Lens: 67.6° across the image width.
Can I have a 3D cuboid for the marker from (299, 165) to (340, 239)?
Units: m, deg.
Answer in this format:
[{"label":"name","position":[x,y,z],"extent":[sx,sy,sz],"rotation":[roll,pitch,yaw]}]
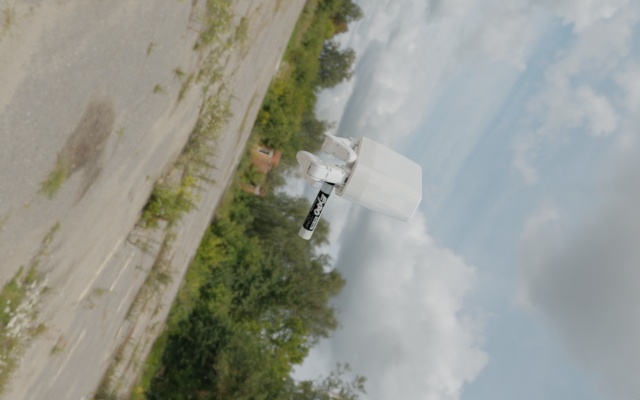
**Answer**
[{"label":"marker","position":[0.000,0.002,0.696],"extent":[0.020,0.121,0.020],"rotation":[23,20,-9]}]
